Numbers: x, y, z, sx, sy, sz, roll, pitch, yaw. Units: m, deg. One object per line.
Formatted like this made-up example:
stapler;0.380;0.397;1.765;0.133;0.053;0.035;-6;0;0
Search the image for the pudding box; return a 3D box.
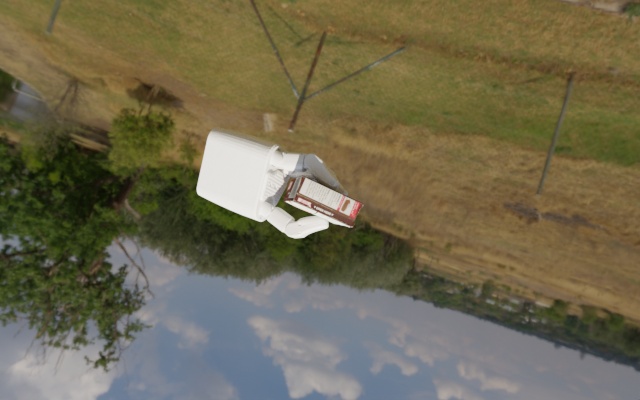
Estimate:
pudding box;0.000;0.002;0.661;0.090;0.039;0.113;24;-3;-10
